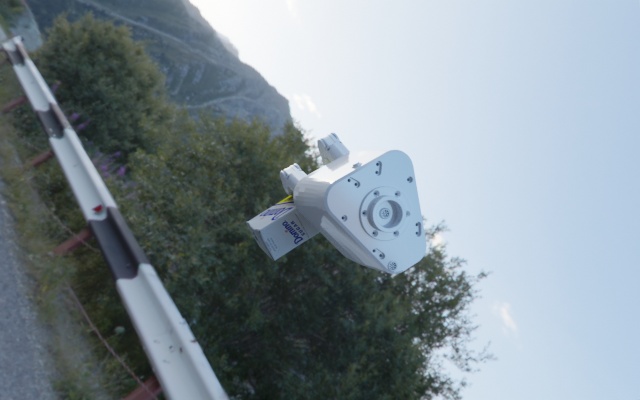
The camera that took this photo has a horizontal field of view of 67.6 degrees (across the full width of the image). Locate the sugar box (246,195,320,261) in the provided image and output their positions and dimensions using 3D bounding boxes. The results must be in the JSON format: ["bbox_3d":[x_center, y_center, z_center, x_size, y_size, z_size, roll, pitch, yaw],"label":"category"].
[{"bbox_3d":[0.000,0.001,0.574,0.176,0.048,0.093,-29,11,-13],"label":"sugar box"}]
